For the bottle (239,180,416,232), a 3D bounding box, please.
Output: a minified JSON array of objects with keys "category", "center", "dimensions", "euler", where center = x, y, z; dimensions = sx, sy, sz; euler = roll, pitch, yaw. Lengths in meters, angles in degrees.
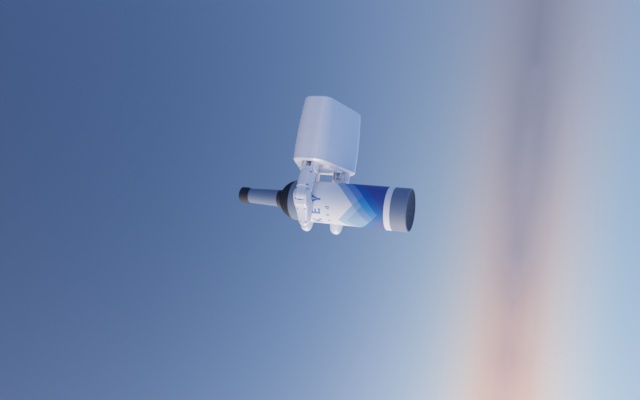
[{"category":"bottle","center":[0.000,0.003,0.771],"dimensions":[0.295,0.069,0.069],"euler":[5,2,23]}]
